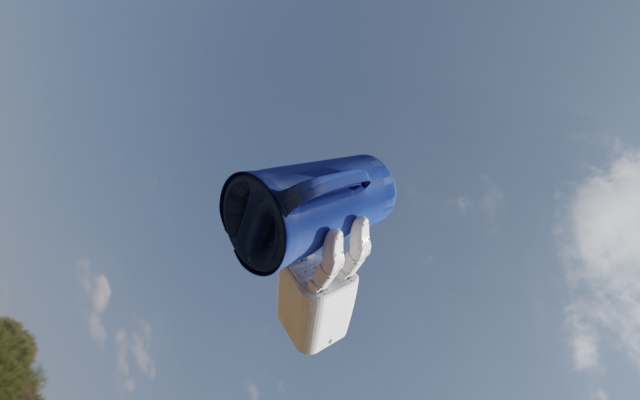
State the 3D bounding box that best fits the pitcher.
[{"bbox_3d":[0.000,0.002,0.655,0.243,0.145,0.149,-17,33,-42],"label":"pitcher"}]
